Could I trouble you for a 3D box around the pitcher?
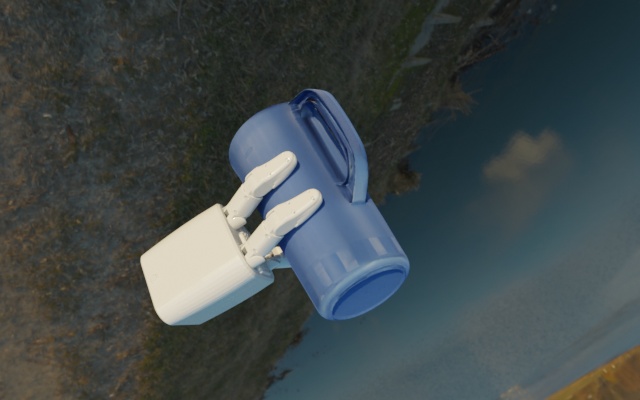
[{"bbox_3d":[0.000,0.002,0.544,0.145,0.242,0.149,-31,-32,-1],"label":"pitcher"}]
